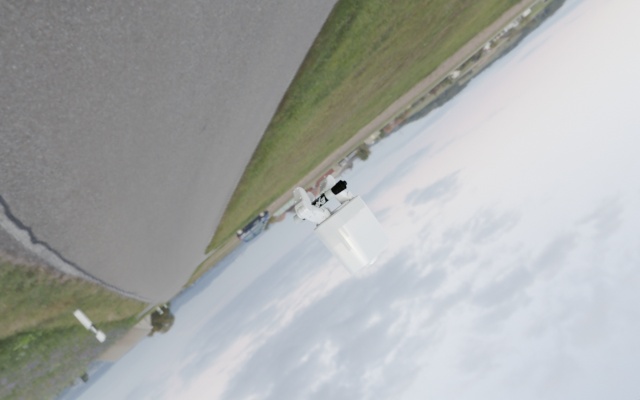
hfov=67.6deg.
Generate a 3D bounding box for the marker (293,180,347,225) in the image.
[{"bbox_3d":[0.000,0.003,0.829,0.121,0.020,0.020,-38,-19,26],"label":"marker"}]
